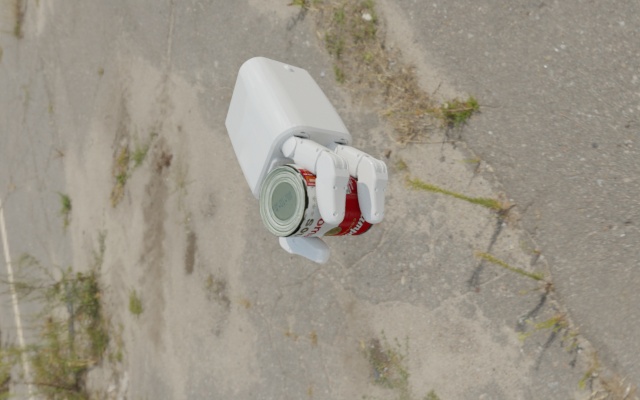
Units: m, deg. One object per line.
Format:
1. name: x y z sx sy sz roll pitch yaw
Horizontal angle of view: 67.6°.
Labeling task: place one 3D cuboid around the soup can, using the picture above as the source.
1. soup can: 0.000 0.002 0.464 0.102 0.068 0.068 2 -2 -45
